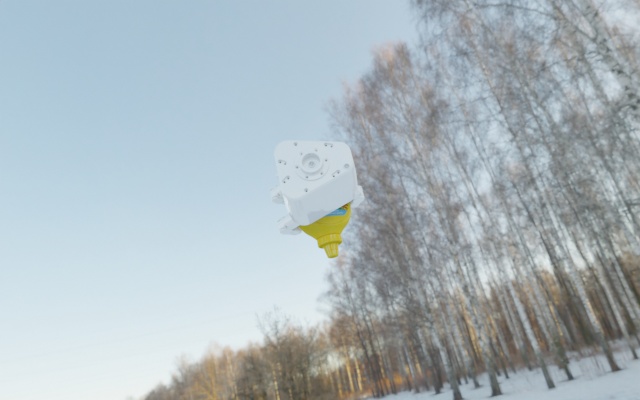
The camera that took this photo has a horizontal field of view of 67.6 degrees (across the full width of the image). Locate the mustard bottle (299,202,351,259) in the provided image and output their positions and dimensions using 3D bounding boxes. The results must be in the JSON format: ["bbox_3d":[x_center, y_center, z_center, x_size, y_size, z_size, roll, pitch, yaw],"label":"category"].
[{"bbox_3d":[0.000,0.002,0.795,0.096,0.191,0.058,-5,-22,-22],"label":"mustard bottle"}]
